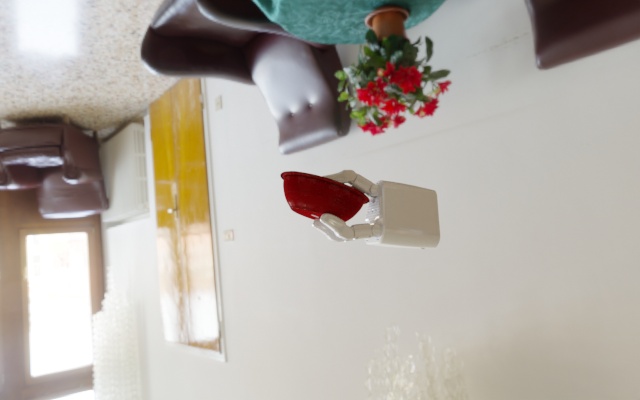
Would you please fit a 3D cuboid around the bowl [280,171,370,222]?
[{"bbox_3d":[-0.001,0.003,0.826,0.162,0.055,0.162,17,-10,3],"label":"bowl"}]
